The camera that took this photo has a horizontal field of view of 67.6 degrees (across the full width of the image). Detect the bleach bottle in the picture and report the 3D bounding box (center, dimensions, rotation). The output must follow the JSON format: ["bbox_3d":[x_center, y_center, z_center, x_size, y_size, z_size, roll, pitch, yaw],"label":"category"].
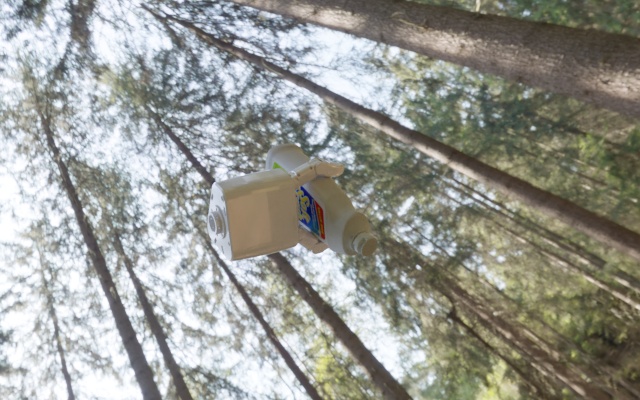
[{"bbox_3d":[0.000,0.002,0.735,0.068,0.103,0.250,-12,32,-31],"label":"bleach bottle"}]
